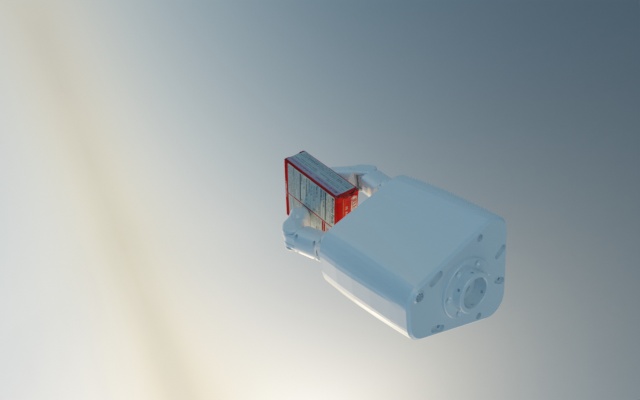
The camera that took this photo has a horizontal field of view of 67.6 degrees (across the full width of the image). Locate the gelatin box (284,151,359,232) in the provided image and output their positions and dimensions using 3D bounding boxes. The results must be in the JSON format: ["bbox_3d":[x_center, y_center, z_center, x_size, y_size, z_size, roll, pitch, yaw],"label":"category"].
[{"bbox_3d":[-0.001,0.002,0.483,0.030,0.073,0.089,-26,44,-30],"label":"gelatin box"}]
